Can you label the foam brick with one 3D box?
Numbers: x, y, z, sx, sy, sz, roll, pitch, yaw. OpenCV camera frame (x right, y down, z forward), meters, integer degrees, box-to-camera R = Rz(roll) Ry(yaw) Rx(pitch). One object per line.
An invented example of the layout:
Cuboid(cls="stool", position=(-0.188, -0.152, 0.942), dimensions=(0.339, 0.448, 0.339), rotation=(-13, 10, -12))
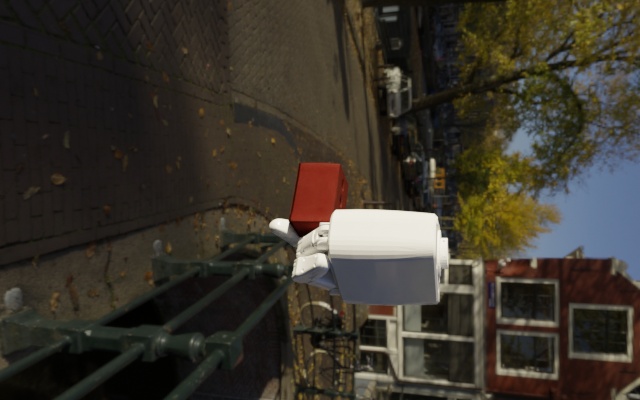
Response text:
Cuboid(cls="foam brick", position=(0.000, 0.002, 0.554), dimensions=(0.051, 0.078, 0.053), rotation=(-1, -28, 17))
